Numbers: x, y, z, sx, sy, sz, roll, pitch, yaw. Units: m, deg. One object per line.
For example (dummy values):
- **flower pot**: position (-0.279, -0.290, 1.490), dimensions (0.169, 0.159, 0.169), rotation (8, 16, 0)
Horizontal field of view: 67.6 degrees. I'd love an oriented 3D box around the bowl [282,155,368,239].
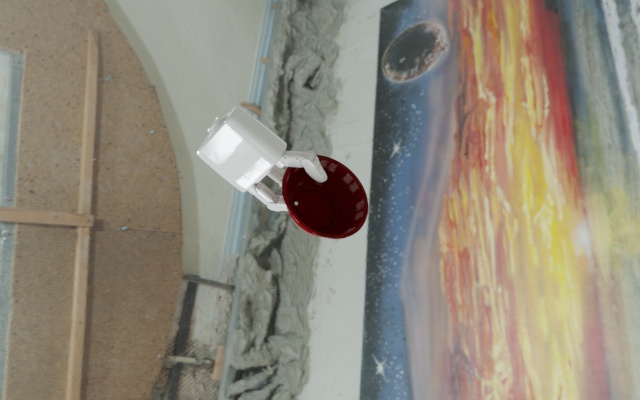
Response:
- **bowl**: position (0.001, 0.004, 0.826), dimensions (0.162, 0.162, 0.055), rotation (0, -28, -27)
